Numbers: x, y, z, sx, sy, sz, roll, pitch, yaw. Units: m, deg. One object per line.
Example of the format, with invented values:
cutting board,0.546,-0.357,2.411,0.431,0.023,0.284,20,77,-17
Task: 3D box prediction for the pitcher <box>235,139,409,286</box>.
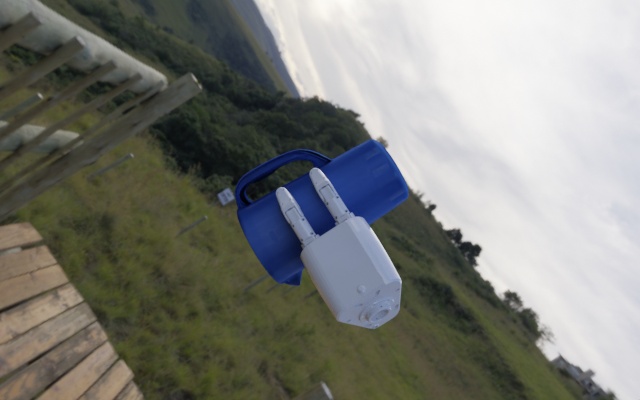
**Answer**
pitcher,0.000,0.003,0.724,0.243,0.145,0.149,-31,-37,1
